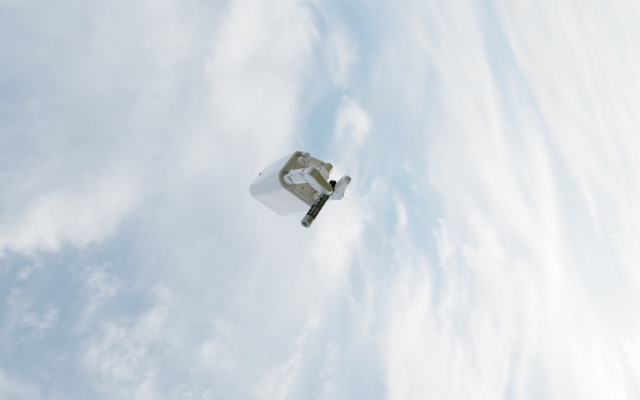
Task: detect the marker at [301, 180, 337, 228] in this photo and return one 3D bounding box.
[{"bbox_3d":[0.000,0.003,0.866,0.020,0.020,0.121,0,40,35],"label":"marker"}]
